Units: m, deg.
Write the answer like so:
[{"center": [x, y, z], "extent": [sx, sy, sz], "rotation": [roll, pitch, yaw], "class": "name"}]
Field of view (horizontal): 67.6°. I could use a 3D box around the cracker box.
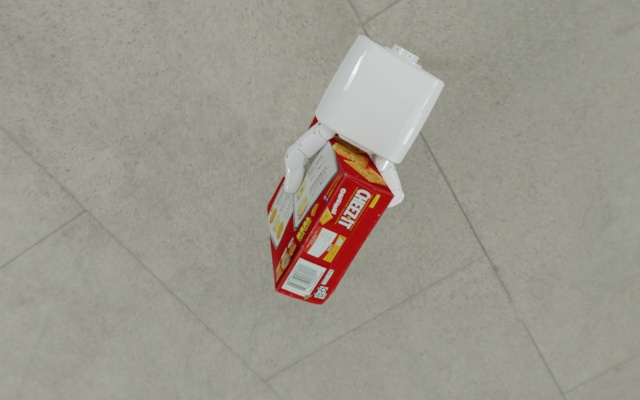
[{"center": [0.000, 0.002, 0.611], "extent": [0.072, 0.164, 0.213], "rotation": [23, 21, -19], "class": "cracker box"}]
